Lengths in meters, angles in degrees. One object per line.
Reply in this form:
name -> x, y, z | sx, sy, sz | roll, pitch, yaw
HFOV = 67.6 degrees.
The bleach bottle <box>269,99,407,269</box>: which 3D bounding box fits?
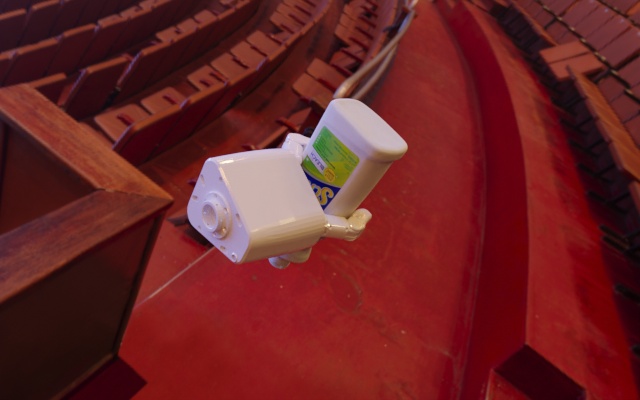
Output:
bleach bottle -> 0.000, 0.002, 0.600 | 0.068, 0.251, 0.102 | -12, 53, -46
